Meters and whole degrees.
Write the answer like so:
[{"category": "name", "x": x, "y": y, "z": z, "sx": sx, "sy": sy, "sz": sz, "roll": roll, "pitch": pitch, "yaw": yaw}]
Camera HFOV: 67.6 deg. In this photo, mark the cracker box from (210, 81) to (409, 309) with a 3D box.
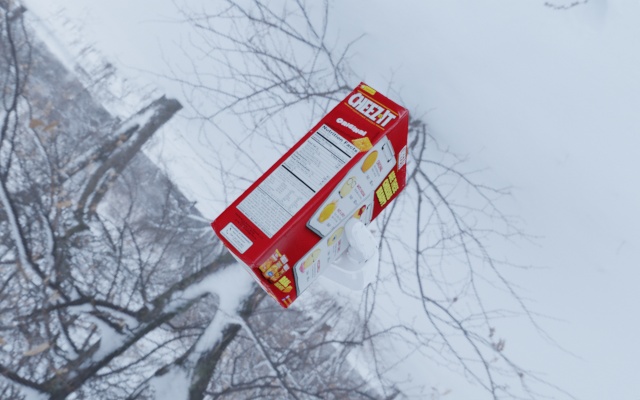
[{"category": "cracker box", "x": 0.000, "y": 0.002, "z": 0.516, "sx": 0.072, "sy": 0.213, "sz": 0.164, "roll": 39, "pitch": -14, "yaw": 23}]
